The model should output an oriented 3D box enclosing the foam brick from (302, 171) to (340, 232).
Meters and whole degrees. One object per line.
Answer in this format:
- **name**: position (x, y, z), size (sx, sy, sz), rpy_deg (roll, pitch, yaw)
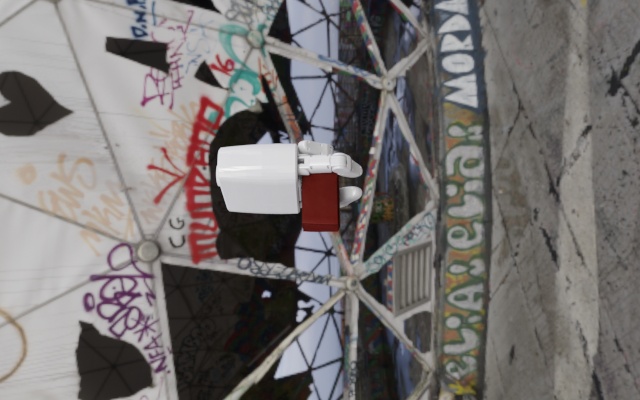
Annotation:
- **foam brick**: position (0.000, 0.002, 0.661), size (0.051, 0.078, 0.053), rpy_deg (0, -16, -1)
